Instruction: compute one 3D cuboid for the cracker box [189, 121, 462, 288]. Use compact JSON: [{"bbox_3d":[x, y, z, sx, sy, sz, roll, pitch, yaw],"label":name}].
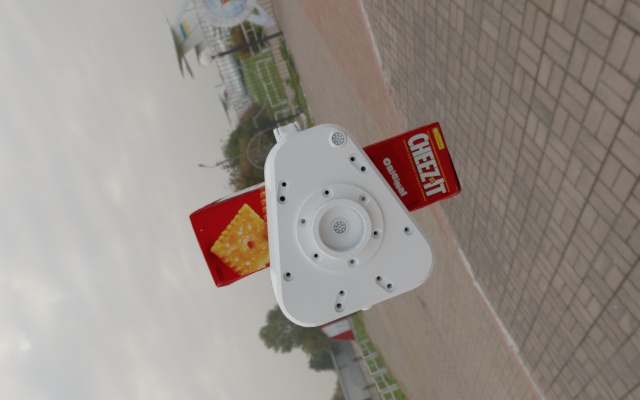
[{"bbox_3d":[0.000,0.001,0.455,0.213,0.072,0.164,-20,3,-4],"label":"cracker box"}]
